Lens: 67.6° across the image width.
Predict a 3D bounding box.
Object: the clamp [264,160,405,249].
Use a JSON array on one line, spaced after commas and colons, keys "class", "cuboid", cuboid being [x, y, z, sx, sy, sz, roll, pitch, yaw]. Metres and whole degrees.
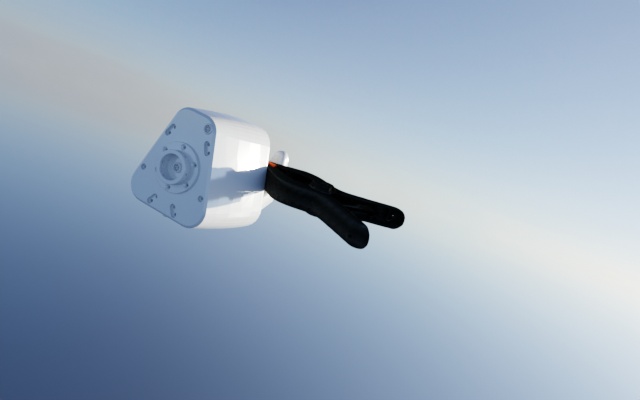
[{"class": "clamp", "cuboid": [0.000, 0.001, 0.507, 0.171, 0.039, 0.120, 20, 11, 15]}]
